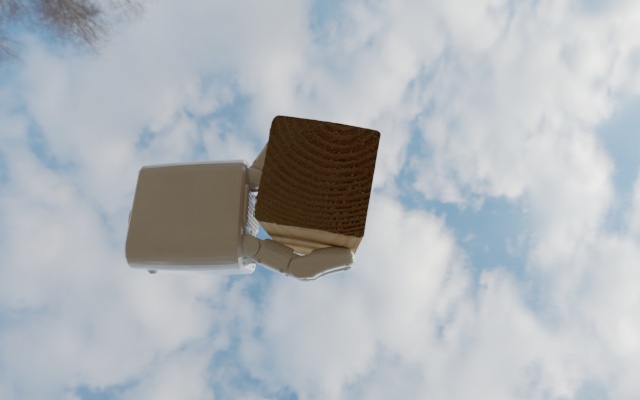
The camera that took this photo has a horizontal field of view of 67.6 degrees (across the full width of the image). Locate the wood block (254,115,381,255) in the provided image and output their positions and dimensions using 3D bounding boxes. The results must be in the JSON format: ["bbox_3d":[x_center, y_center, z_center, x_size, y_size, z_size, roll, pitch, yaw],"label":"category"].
[{"bbox_3d":[0.000,0.001,0.474,0.090,0.091,0.206,9,-12,3],"label":"wood block"}]
